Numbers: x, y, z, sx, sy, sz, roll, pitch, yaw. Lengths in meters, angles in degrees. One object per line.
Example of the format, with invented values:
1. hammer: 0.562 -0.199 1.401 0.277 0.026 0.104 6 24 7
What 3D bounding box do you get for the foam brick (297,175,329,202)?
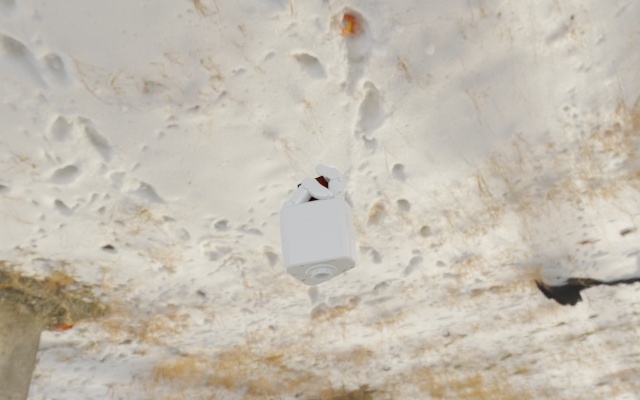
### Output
1. foam brick: 0.000 0.003 0.832 0.053 0.051 0.078 -19 -35 20
